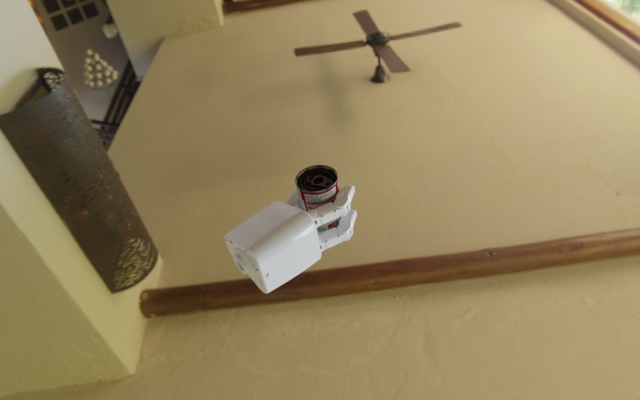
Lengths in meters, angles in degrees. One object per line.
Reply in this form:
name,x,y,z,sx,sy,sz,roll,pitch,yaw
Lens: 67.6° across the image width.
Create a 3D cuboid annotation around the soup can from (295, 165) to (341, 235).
soup can,0.000,0.002,0.779,0.068,0.102,0.068,-6,41,5
